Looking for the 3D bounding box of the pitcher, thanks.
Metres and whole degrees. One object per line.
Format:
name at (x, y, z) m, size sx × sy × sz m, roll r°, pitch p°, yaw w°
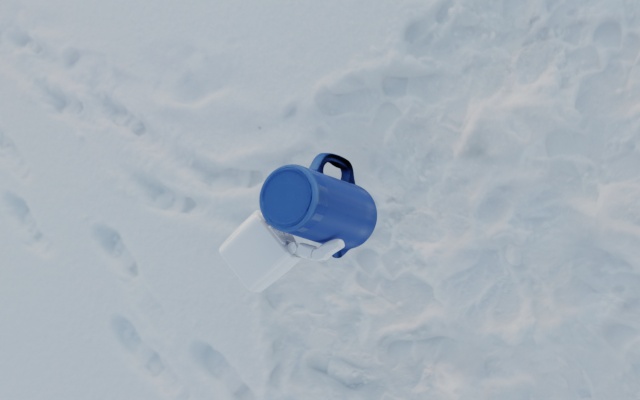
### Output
pitcher at (0.000, 0.003, 0.844) m, size 0.145 × 0.149 × 0.243 m, roll -41°, pitch -24°, yaw 14°
